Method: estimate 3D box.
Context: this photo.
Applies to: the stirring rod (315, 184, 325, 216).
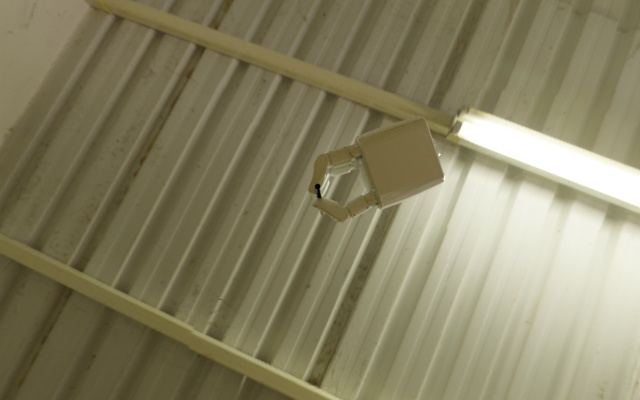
[{"bbox_3d":[0.000,0.003,0.767,0.011,0.011,0.239,0,-10,2],"label":"stirring rod"}]
